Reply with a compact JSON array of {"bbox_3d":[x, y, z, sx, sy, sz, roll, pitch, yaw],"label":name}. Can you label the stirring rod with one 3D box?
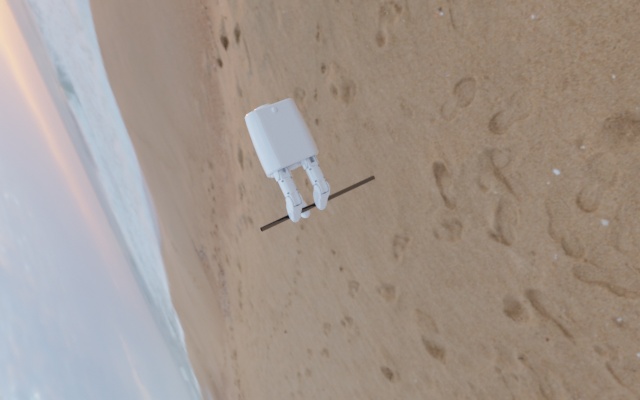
[{"bbox_3d":[0.000,0.003,0.855,0.239,0.011,0.011,-25,10,-23],"label":"stirring rod"}]
